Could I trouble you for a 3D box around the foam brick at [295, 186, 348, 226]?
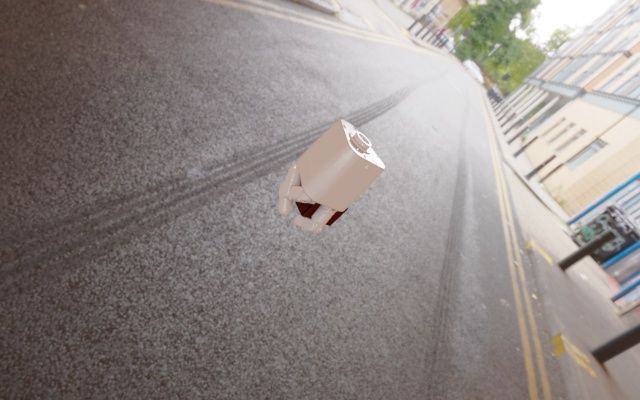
[{"bbox_3d":[0.000,0.003,0.845,0.078,0.053,0.051,22,-58,-44],"label":"foam brick"}]
